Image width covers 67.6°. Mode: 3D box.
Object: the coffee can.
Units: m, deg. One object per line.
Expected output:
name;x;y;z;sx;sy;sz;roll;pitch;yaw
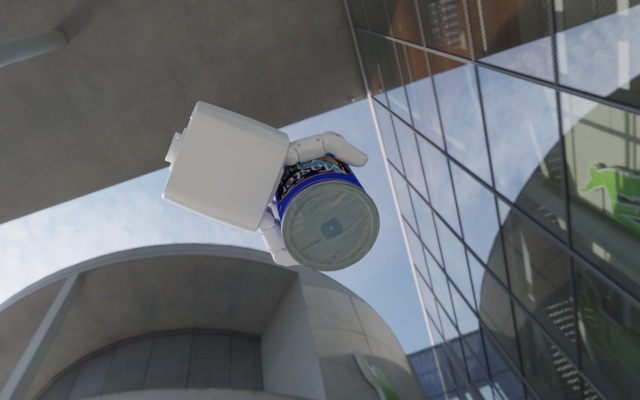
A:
coffee can;0.000;0.002;0.550;0.103;0.103;0.140;0;23;-10
